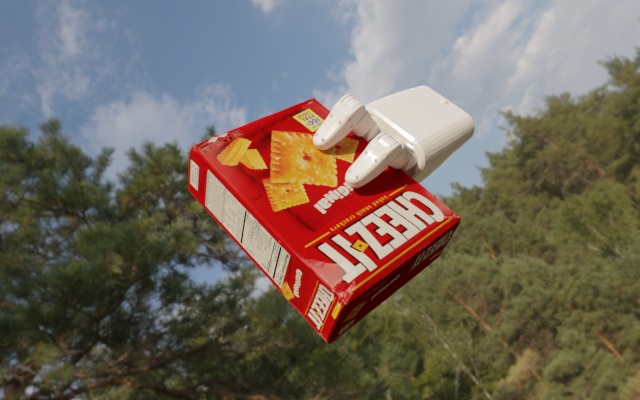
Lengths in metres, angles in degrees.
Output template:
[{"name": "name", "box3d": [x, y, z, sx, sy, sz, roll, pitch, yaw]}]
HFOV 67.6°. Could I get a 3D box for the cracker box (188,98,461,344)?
[{"name": "cracker box", "box3d": [0.000, 0.002, 0.464, 0.164, 0.072, 0.213, -29, 60, -35]}]
